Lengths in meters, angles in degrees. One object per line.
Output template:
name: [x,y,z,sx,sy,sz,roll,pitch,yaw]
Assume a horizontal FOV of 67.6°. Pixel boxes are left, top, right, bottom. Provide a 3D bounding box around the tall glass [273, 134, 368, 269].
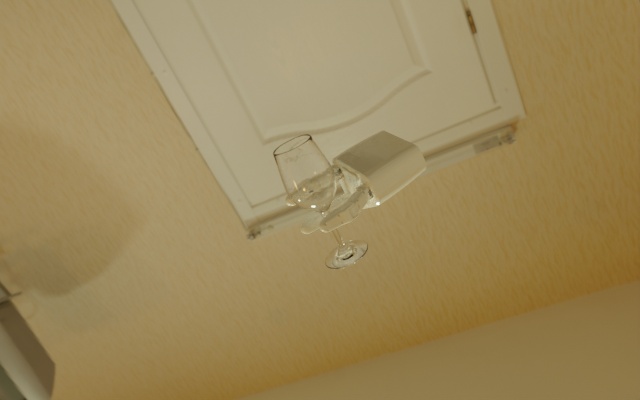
tall glass: [0.000,0.003,0.722,0.079,0.201,0.079,-23,21,10]
